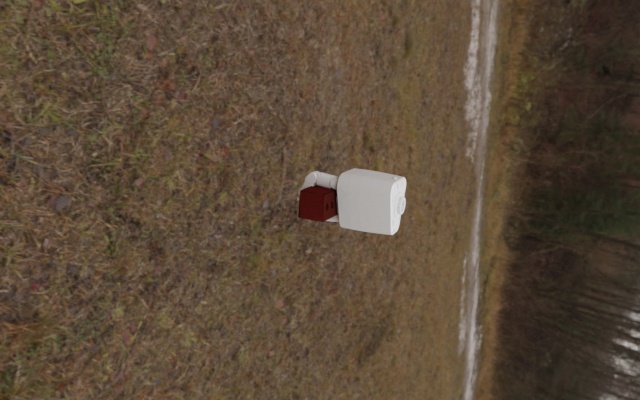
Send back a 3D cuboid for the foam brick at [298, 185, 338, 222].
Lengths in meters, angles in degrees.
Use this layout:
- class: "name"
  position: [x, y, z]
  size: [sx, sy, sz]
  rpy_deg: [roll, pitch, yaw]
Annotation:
- class: "foam brick"
  position: [0.000, 0.003, 0.887]
  size: [0.051, 0.053, 0.078]
  rpy_deg: [10, 16, 24]
